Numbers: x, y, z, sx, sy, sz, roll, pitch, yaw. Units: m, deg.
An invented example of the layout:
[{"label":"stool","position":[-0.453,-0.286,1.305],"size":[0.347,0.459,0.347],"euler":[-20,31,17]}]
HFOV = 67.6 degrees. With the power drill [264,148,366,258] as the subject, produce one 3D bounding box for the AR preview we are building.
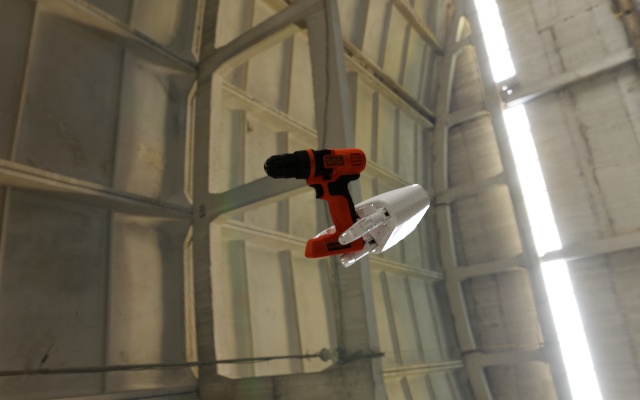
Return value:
[{"label":"power drill","position":[0.000,0.003,0.829],"size":[0.184,0.187,0.057],"euler":[-6,0,-17]}]
